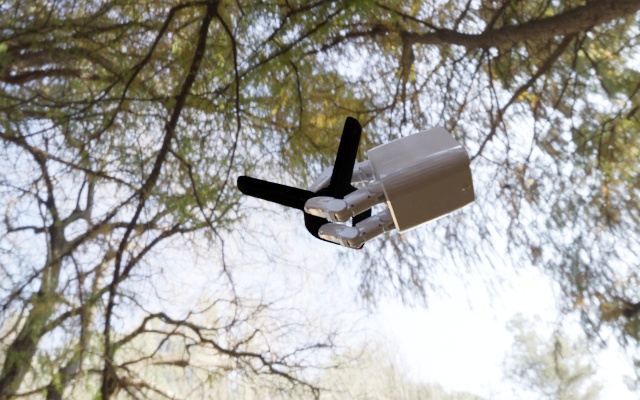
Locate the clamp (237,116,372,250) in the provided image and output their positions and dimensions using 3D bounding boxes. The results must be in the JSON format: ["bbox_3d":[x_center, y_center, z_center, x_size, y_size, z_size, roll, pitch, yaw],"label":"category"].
[{"bbox_3d":[0.000,0.002,0.625,0.164,0.036,0.210,-22,-46,5],"label":"clamp"}]
